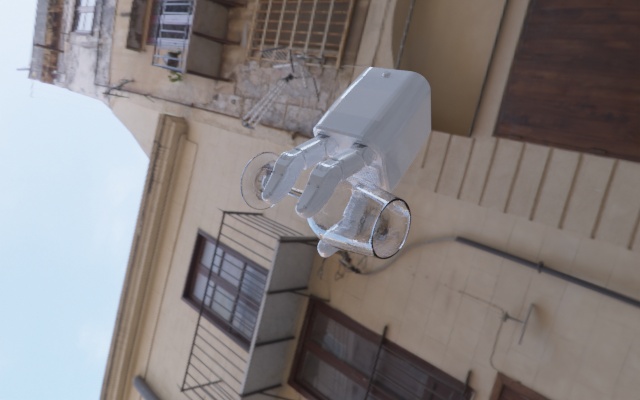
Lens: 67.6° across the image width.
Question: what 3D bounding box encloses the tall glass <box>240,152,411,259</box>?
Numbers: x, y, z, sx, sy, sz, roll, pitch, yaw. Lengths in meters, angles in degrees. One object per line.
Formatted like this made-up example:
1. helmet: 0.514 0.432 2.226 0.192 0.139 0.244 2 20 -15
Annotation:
1. tall glass: 0.000 0.002 0.526 0.079 0.079 0.201 0 16 -46
